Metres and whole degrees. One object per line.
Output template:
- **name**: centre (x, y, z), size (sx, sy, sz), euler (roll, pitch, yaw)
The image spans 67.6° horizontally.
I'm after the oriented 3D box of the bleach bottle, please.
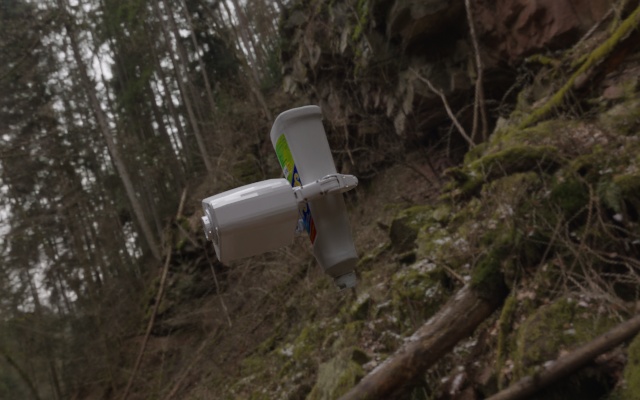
- **bleach bottle**: centre (0.000, 0.002, 0.671), size (0.068, 0.250, 0.102), euler (-16, -10, -19)
